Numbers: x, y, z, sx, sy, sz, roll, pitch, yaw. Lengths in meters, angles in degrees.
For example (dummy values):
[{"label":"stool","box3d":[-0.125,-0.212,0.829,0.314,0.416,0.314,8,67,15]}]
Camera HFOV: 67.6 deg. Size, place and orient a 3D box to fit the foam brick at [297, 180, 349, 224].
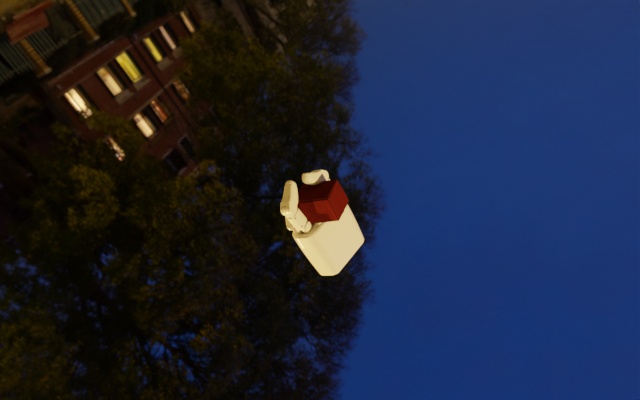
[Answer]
[{"label":"foam brick","box3d":[0.000,0.003,0.830,0.078,0.051,0.053,-7,37,36]}]
